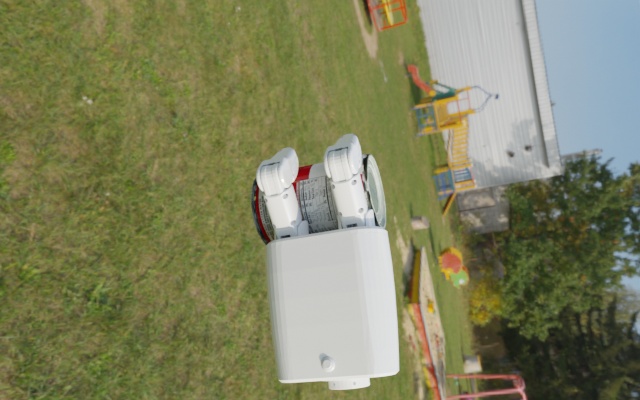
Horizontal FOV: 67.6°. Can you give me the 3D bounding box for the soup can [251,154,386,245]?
[{"bbox_3d":[0.000,0.001,0.416,0.102,0.068,0.068,-10,-3,17],"label":"soup can"}]
